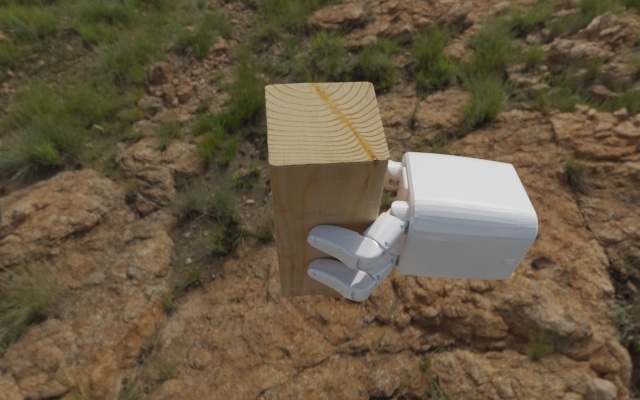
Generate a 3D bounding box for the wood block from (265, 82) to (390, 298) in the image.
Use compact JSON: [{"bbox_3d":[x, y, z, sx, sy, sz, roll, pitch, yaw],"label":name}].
[{"bbox_3d":[0.000,0.001,0.444,0.090,0.090,0.206,-3,-38,-4],"label":"wood block"}]
